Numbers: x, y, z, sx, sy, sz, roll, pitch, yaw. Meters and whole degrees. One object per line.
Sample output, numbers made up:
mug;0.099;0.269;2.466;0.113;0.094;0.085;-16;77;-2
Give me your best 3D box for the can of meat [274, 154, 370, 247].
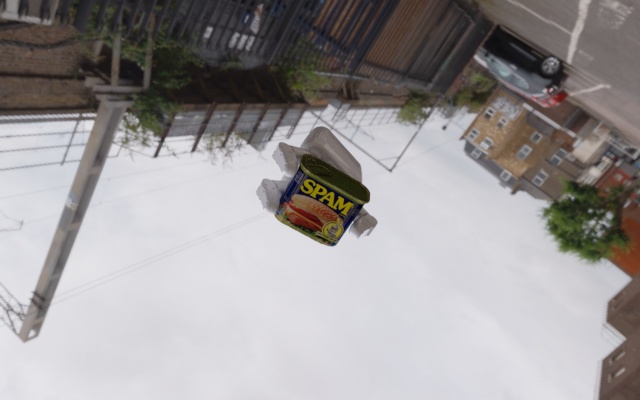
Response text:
can of meat;0.000;0.002;0.625;0.102;0.084;0.057;29;24;-8
